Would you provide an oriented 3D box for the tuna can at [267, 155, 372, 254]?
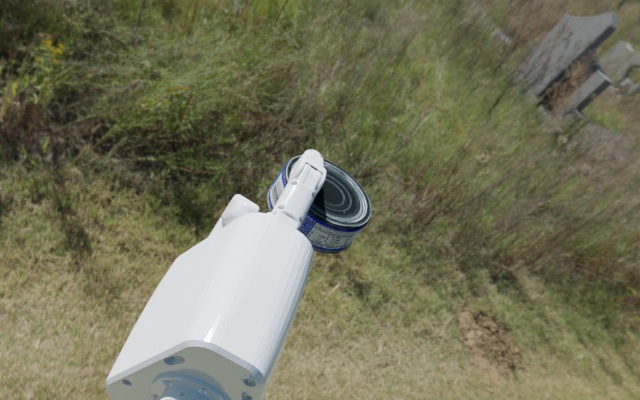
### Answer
[{"bbox_3d":[0.000,0.001,0.406,0.086,0.086,0.034,0,-43,-41],"label":"tuna can"}]
